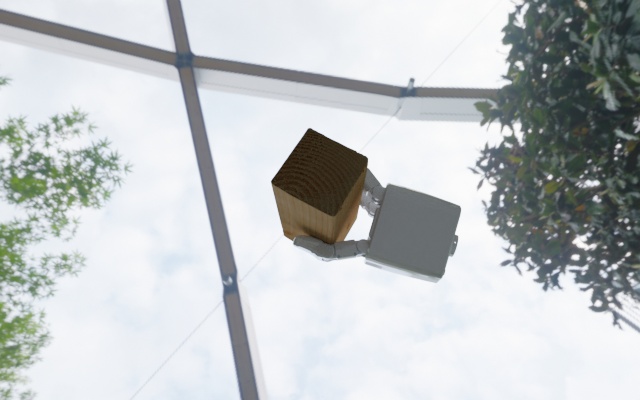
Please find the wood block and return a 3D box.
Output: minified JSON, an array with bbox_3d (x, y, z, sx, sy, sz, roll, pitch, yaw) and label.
[{"bbox_3d":[0.000,0.003,0.663,0.090,0.090,0.206,28,-19,11],"label":"wood block"}]
